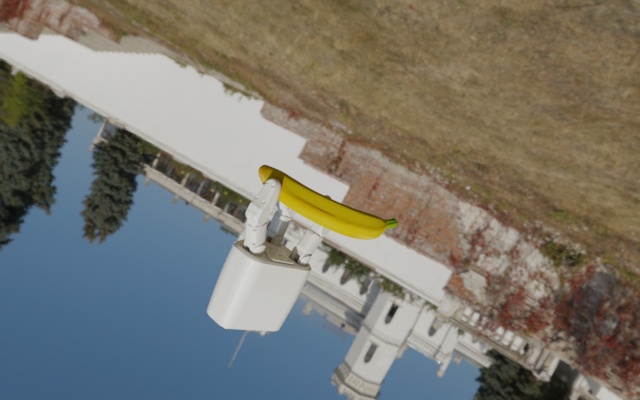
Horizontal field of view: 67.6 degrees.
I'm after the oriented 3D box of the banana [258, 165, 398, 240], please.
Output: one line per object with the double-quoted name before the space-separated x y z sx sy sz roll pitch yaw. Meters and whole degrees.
"banana" -0.001 0.006 0.605 0.198 0.037 0.069 25 13 7
